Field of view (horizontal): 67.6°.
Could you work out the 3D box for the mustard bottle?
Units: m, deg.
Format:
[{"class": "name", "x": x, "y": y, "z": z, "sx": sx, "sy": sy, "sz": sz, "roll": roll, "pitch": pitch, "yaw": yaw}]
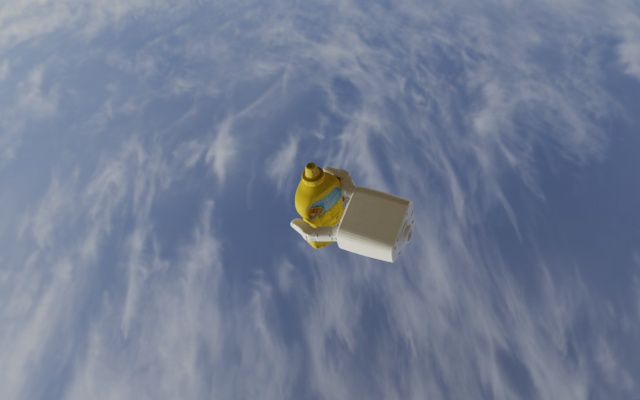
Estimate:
[{"class": "mustard bottle", "x": 0.000, "y": 0.003, "z": 0.898, "sx": 0.096, "sy": 0.192, "sz": 0.058, "roll": -36, "pitch": 51, "yaw": -18}]
